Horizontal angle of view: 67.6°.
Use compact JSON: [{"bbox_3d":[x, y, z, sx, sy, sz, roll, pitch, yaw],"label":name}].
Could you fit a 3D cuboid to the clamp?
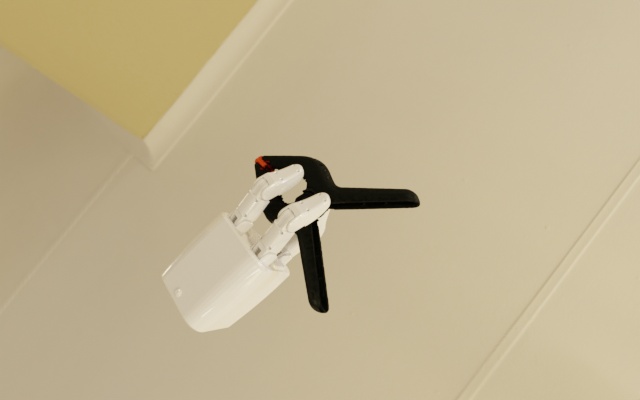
[{"bbox_3d":[0.000,0.002,0.558,0.210,0.164,0.036,48,1,32],"label":"clamp"}]
